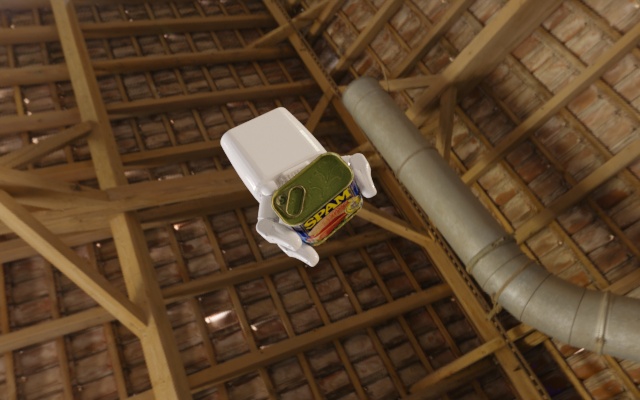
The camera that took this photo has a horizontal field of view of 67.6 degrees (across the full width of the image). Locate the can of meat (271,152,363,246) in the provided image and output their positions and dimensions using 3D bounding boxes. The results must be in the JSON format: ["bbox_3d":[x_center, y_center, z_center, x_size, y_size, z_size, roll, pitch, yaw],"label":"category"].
[{"bbox_3d":[0.000,0.002,0.596,0.102,0.057,0.084,-39,-29,-4],"label":"can of meat"}]
